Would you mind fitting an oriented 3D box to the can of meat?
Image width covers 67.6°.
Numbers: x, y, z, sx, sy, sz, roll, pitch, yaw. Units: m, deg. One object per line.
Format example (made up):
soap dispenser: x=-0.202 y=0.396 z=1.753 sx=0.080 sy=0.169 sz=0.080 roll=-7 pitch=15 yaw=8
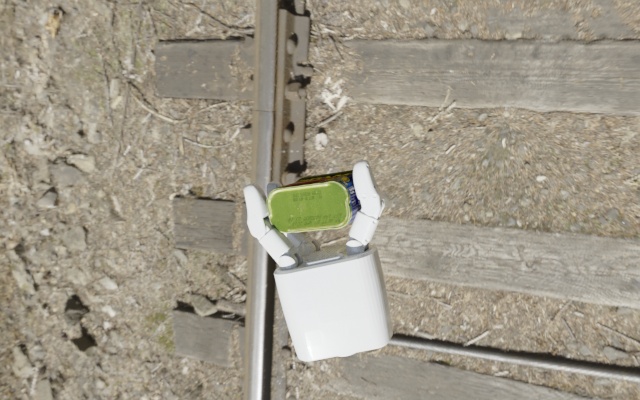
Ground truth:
can of meat: x=0.000 y=0.002 z=0.546 sx=0.102 sy=0.057 sz=0.084 roll=-7 pitch=7 yaw=22
